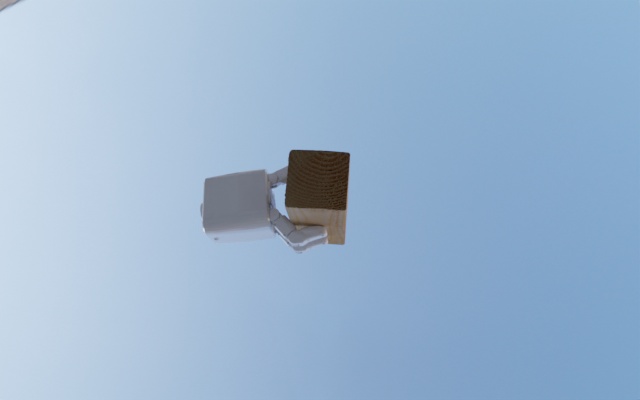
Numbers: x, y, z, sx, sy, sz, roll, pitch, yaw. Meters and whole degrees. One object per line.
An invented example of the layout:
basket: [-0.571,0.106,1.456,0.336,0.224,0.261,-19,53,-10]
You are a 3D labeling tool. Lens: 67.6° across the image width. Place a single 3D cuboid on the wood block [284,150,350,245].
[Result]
wood block: [0.000,0.002,0.771,0.090,0.090,0.206,3,-18,3]
